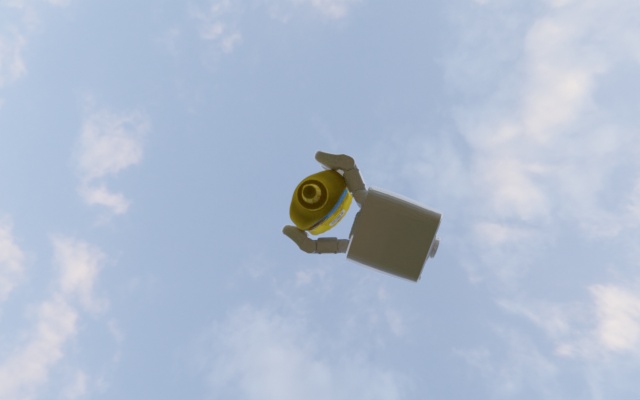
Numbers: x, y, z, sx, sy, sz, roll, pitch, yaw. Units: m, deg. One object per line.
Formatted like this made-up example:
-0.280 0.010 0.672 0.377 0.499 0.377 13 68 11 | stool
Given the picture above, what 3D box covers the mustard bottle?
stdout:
0.000 0.002 0.688 0.058 0.096 0.191 45 0 11 | mustard bottle
